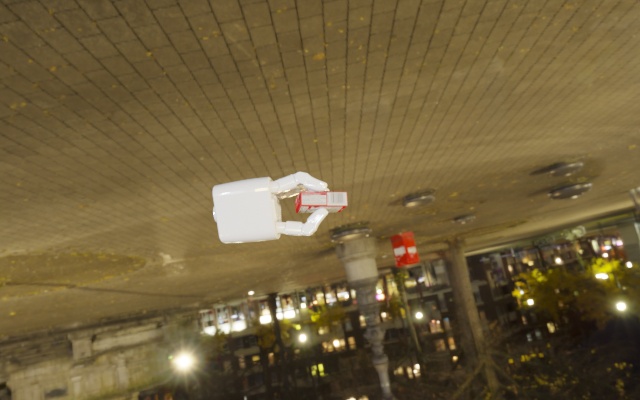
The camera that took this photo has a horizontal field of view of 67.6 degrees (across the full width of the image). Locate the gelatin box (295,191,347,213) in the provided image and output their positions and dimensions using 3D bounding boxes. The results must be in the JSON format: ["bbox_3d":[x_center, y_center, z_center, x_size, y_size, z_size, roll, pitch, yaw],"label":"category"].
[{"bbox_3d":[0.000,0.003,0.888,0.089,0.030,0.073,0,-11,-8],"label":"gelatin box"}]
